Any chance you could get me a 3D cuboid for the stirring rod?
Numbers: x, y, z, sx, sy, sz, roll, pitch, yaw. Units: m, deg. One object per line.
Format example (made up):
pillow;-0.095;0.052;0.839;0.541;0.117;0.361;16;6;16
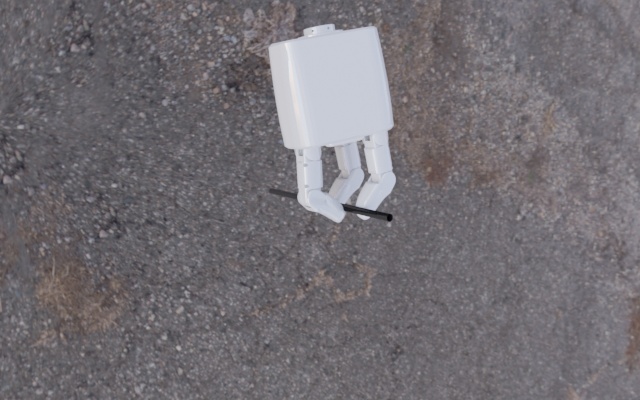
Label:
stirring rod;0.000;0.002;0.569;0.011;0.011;0.239;0;7;-35
